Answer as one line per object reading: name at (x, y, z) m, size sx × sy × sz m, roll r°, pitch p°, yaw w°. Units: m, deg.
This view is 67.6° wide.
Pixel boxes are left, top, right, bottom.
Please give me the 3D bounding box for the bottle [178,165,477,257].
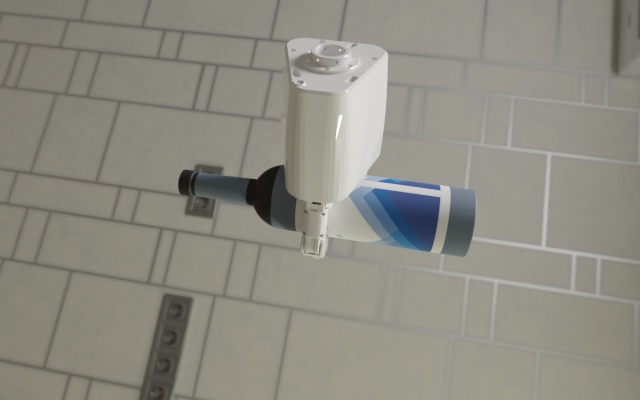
bottle at (0.000, 0.002, 0.484) m, size 0.296 × 0.069 × 0.069 m, roll 8°, pitch 1°, yaw 7°
